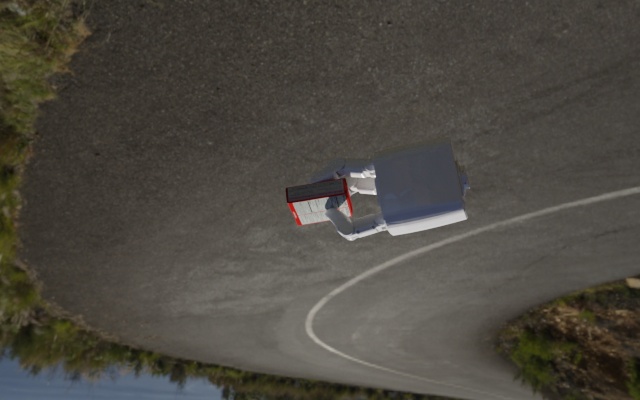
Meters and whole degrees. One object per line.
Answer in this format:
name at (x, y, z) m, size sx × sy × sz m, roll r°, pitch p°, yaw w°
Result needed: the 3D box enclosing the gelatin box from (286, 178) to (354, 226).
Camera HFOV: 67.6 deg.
gelatin box at (0.000, 0.003, 0.704) m, size 0.089 × 0.030 × 0.073 m, roll -10°, pitch -30°, yaw 5°
